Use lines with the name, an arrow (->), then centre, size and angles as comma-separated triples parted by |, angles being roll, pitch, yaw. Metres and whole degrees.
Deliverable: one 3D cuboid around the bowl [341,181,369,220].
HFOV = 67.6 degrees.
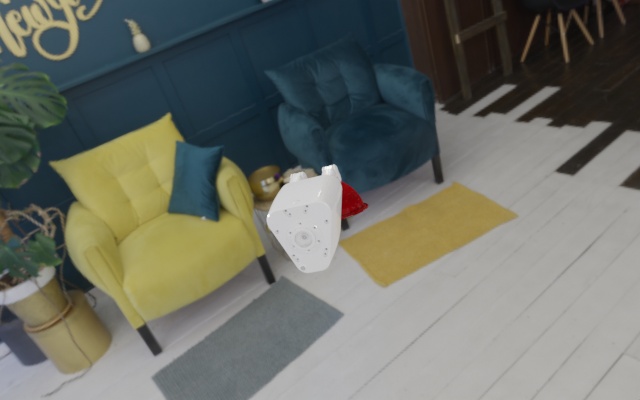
bowl -> 0.000, 0.002, 0.842 | 0.162, 0.055, 0.162 | -14, 7, 2
